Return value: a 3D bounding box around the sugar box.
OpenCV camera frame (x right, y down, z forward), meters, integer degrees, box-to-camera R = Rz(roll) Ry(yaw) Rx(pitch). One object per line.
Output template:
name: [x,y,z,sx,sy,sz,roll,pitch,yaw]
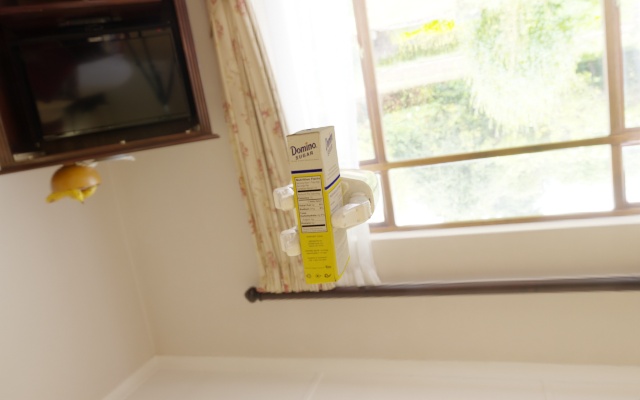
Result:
sugar box: [0.000,0.002,0.576,0.048,0.176,0.093,-7,11,14]
